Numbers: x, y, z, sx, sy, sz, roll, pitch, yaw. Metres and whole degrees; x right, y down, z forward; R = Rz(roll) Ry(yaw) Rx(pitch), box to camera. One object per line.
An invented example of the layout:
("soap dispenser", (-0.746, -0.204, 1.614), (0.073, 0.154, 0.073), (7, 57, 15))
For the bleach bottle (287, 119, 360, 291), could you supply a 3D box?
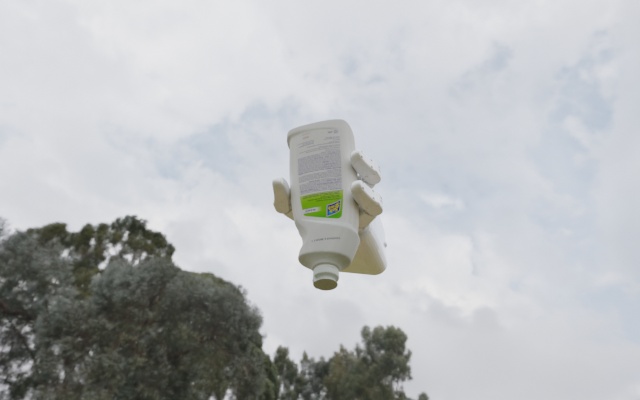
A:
("bleach bottle", (0.000, 0.002, 0.633), (0.102, 0.250, 0.068), (-11, -41, 15))
